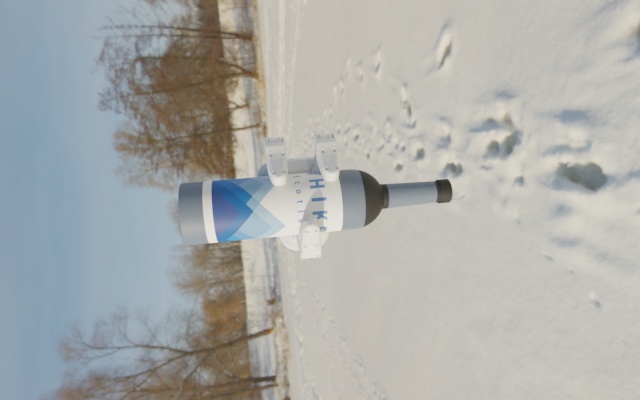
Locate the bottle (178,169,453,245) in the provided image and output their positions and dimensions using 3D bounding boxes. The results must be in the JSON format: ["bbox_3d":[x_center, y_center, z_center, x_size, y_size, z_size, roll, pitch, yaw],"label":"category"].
[{"bbox_3d":[0.000,0.002,0.526,0.296,0.069,0.069,-5,1,-7],"label":"bottle"}]
